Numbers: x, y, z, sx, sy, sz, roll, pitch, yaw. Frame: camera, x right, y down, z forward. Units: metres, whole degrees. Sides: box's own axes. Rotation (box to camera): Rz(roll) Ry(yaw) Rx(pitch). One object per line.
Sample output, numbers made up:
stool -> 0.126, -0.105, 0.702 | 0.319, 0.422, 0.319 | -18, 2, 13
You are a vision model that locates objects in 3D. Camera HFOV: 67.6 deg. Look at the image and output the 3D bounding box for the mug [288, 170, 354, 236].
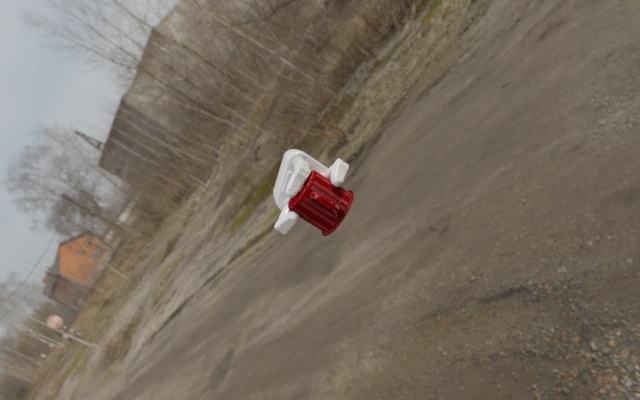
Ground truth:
mug -> 0.000, 0.003, 0.809 | 0.081, 0.093, 0.117 | 33, -1, -15
